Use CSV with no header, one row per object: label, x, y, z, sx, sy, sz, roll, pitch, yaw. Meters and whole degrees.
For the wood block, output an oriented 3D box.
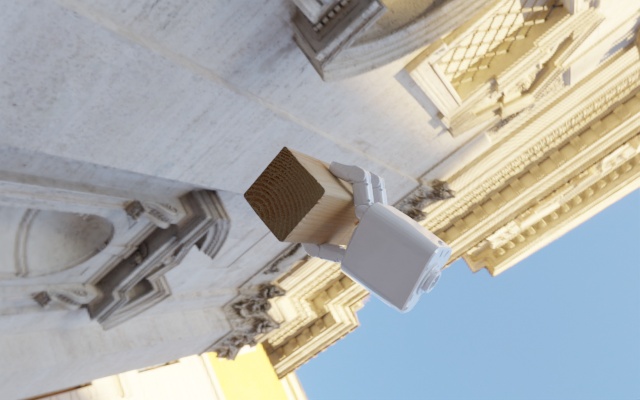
wood block,0.000,0.003,0.684,0.090,0.091,0.206,48,16,24
